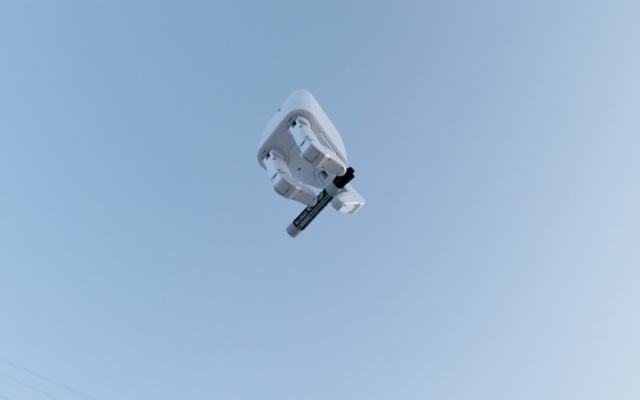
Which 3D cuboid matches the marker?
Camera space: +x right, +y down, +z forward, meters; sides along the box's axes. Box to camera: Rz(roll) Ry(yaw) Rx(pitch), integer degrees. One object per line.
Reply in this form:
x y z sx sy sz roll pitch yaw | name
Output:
0.000 0.002 0.606 0.121 0.020 0.020 -47 -21 22 | marker
